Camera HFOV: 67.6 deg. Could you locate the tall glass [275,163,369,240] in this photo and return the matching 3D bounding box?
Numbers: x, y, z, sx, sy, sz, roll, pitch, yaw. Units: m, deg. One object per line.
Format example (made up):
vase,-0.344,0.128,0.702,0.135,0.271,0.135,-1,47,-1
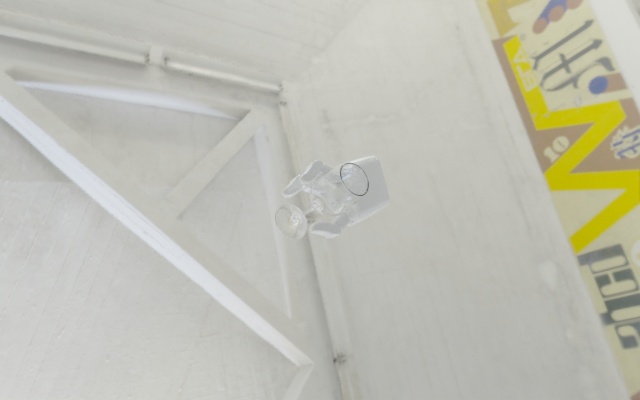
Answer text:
tall glass,0.000,0.003,0.864,0.079,0.079,0.201,0,-23,-38
